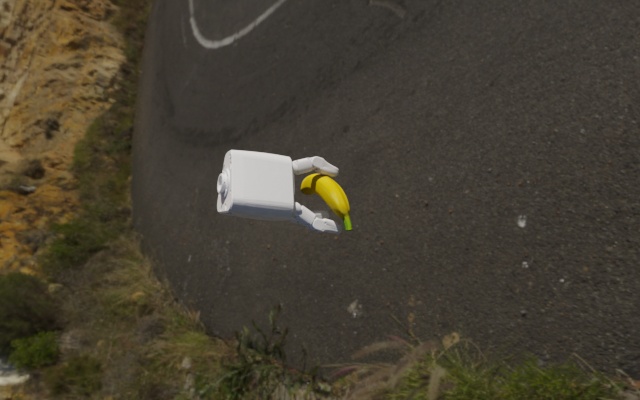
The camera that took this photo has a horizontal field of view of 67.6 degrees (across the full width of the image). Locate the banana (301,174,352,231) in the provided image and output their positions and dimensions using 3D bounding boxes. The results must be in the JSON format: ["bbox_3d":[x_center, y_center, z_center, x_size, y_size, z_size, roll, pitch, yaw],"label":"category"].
[{"bbox_3d":[0.004,-0.013,0.869,0.037,0.070,0.197,-2,22,-24],"label":"banana"}]
